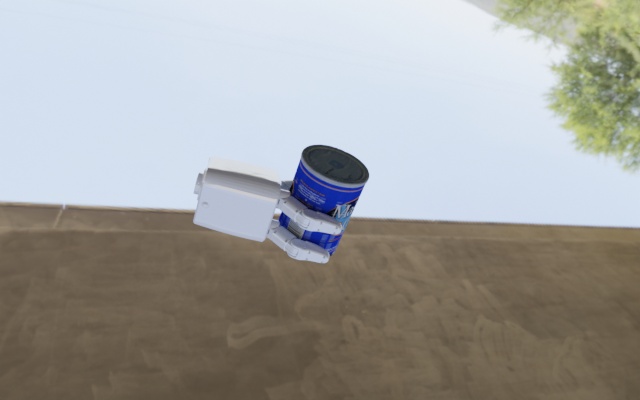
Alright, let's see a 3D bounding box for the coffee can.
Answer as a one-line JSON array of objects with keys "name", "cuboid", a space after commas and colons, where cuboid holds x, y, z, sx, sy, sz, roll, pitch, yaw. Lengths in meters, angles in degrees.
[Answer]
[{"name": "coffee can", "cuboid": [0.000, 0.002, 0.715, 0.103, 0.140, 0.102, 16, 31, -10]}]
